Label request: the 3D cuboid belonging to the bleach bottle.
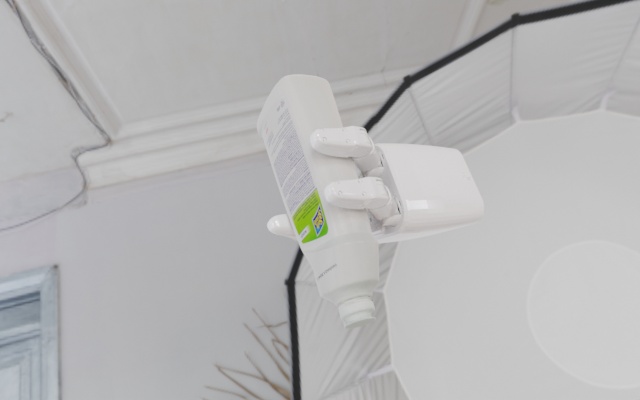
[{"bbox_3d":[0.000,0.001,0.471,0.068,0.250,0.103,-2,-29,-27],"label":"bleach bottle"}]
